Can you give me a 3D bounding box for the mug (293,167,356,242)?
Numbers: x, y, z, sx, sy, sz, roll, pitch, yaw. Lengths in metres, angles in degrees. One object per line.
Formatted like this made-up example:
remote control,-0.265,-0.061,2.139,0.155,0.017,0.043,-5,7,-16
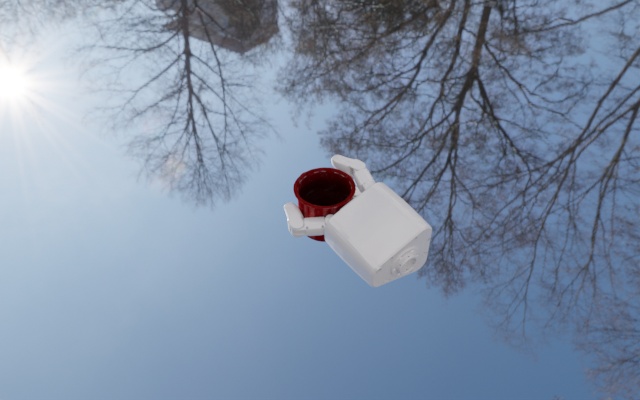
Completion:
mug,-0.001,0.002,0.744,0.093,0.082,0.117,-25,48,-23
